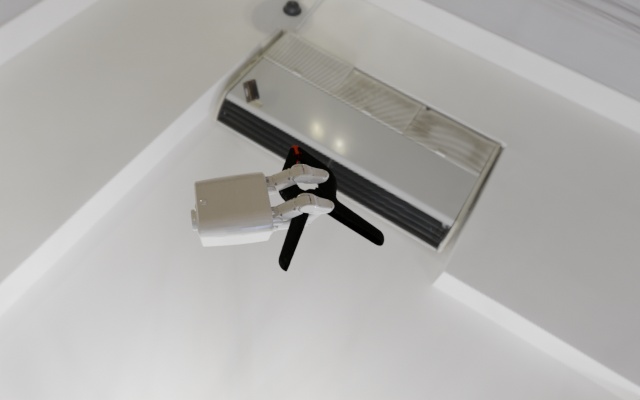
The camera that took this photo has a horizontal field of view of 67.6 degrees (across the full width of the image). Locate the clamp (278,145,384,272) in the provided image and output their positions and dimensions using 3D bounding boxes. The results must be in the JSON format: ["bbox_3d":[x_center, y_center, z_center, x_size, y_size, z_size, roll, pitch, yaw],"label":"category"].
[{"bbox_3d":[0.000,0.002,0.745,0.164,0.209,0.036,-6,-30,-14],"label":"clamp"}]
